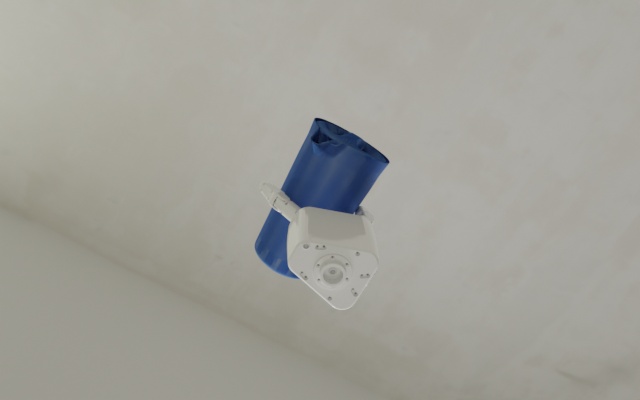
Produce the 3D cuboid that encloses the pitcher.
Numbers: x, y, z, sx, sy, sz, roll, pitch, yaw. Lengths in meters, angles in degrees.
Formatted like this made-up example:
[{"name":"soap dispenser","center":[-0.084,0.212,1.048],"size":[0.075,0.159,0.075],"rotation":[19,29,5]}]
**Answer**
[{"name":"pitcher","center":[0.000,0.003,0.769],"size":[0.149,0.243,0.145],"rotation":[26,17,-13]}]
